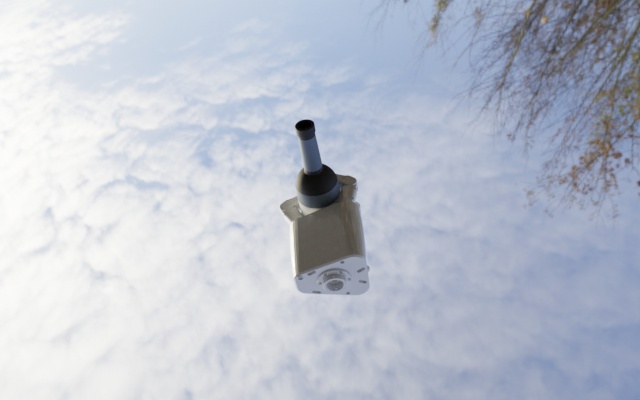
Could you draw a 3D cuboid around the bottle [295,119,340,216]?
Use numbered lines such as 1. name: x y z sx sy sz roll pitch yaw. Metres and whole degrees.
1. bottle: 0.000 0.003 0.751 0.069 0.296 0.069 -6 43 6
